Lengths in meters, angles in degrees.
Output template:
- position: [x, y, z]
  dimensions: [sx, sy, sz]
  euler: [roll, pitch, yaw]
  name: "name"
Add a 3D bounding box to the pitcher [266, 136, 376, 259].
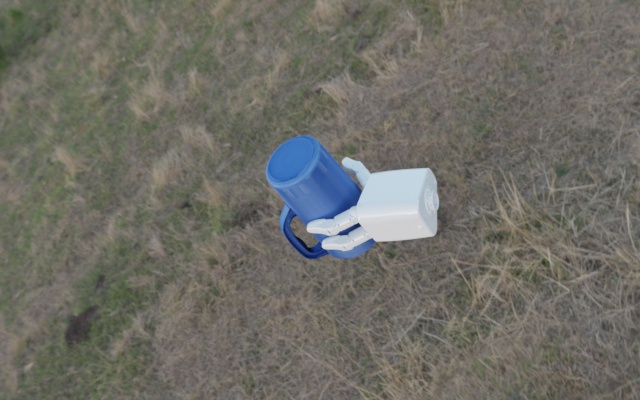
- position: [0.000, 0.003, 0.869]
  dimensions: [0.145, 0.149, 0.243]
  euler: [-4, -34, 33]
  name: "pitcher"
